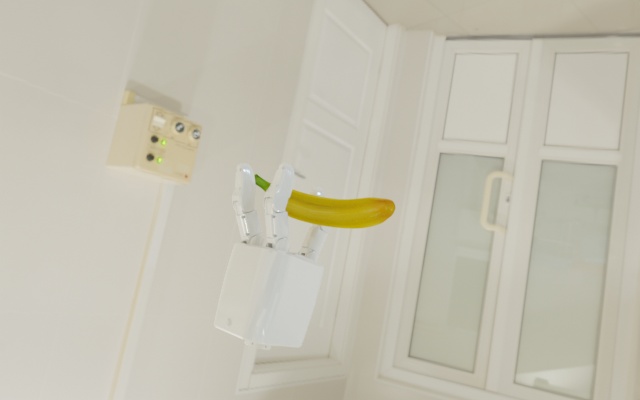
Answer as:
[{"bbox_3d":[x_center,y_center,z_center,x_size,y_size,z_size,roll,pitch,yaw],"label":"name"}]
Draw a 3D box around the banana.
[{"bbox_3d":[0.005,0.008,0.577,0.198,0.037,0.070,10,-18,31],"label":"banana"}]
